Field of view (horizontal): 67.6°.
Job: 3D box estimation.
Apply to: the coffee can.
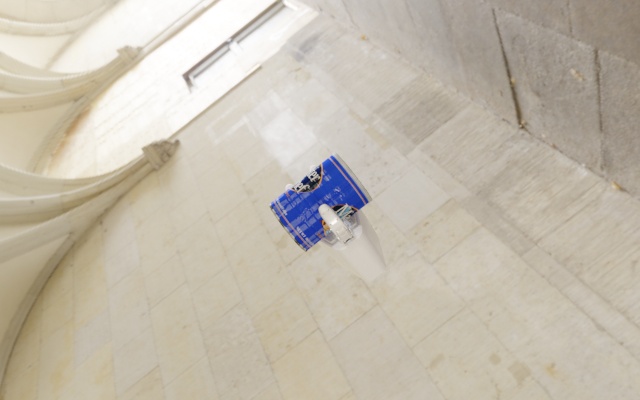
[{"bbox_3d":[0.000,0.002,0.797,0.140,0.103,0.103,-38,-1,1],"label":"coffee can"}]
